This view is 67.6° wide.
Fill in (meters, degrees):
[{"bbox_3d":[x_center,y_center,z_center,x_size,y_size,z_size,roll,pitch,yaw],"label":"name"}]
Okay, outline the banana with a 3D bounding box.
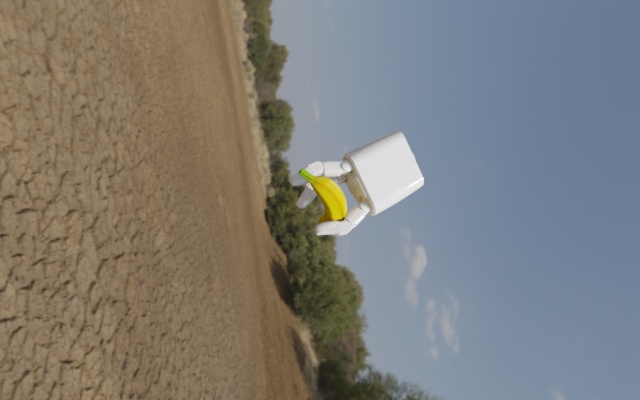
[{"bbox_3d":[0.014,0.010,0.806,0.069,0.037,0.198,33,-21,25],"label":"banana"}]
